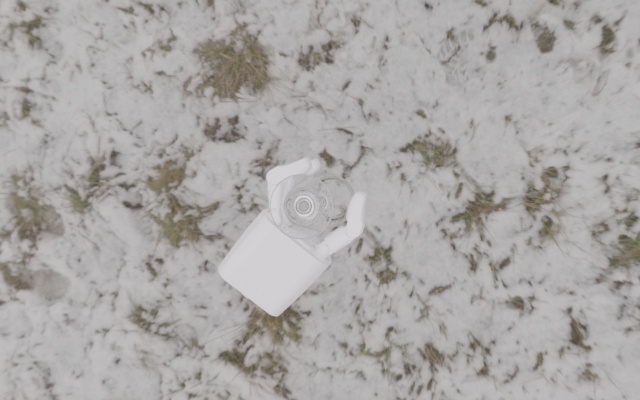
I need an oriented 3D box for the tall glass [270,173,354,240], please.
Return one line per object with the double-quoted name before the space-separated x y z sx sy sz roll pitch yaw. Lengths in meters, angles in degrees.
"tall glass" 0.000 0.002 0.632 0.079 0.079 0.201 0 3 13
